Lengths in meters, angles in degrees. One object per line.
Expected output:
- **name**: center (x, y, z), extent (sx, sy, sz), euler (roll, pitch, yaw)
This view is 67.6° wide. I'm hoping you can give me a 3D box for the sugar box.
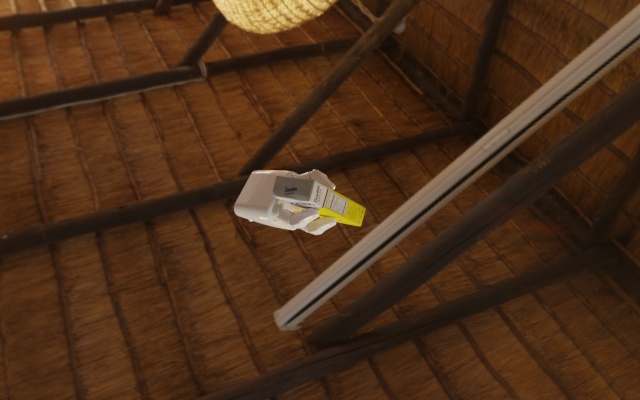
- **sugar box**: center (0.000, 0.003, 0.899), extent (0.093, 0.048, 0.176), euler (8, -9, 39)
